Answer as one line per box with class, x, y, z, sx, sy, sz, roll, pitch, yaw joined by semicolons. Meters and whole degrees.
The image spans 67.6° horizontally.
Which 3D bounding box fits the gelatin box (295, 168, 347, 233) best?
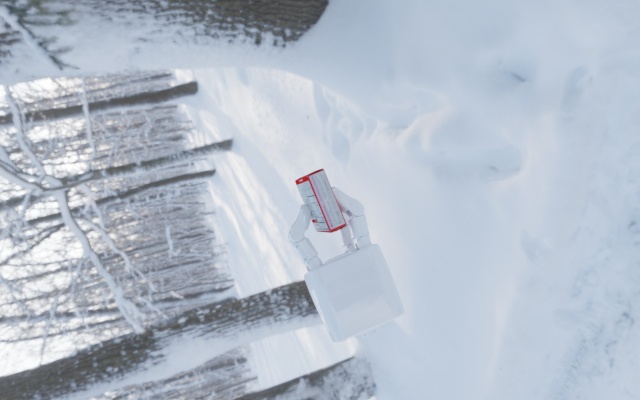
gelatin box;0.000;0.002;0.691;0.030;0.089;0.073;-24;3;-16
